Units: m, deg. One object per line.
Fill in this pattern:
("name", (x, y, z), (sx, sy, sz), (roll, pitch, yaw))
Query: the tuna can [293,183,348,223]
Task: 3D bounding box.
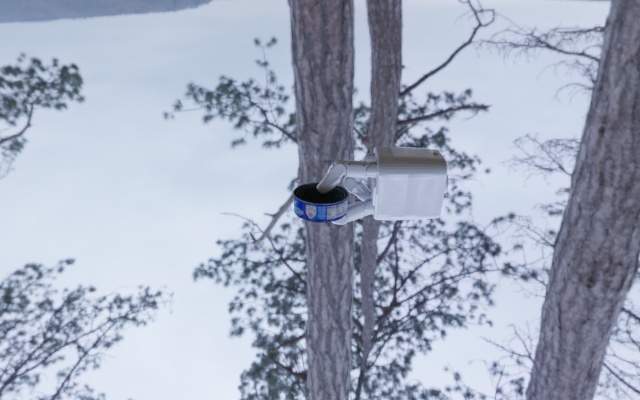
("tuna can", (0.000, 0.003, 0.751), (0.086, 0.034, 0.086), (2, 23, -1))
